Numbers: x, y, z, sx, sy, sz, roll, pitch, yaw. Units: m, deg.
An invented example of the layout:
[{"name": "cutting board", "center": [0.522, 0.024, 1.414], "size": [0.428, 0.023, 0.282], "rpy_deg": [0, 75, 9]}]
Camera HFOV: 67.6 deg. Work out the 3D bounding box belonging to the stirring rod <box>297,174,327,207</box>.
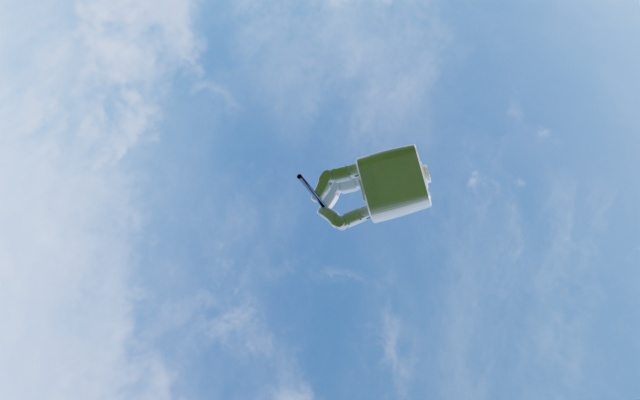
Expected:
[{"name": "stirring rod", "center": [0.000, 0.003, 0.834], "size": [0.011, 0.011, 0.240], "rpy_deg": [0, -19, 16]}]
